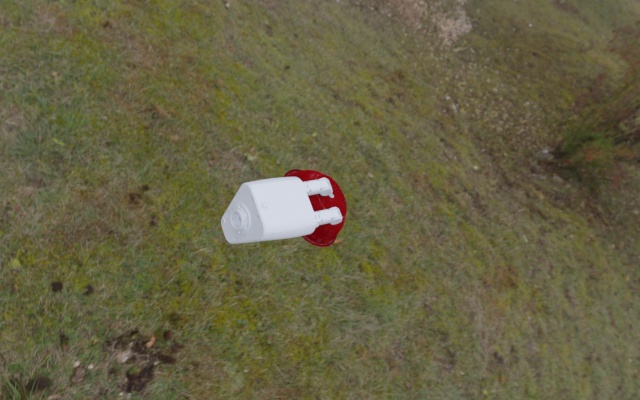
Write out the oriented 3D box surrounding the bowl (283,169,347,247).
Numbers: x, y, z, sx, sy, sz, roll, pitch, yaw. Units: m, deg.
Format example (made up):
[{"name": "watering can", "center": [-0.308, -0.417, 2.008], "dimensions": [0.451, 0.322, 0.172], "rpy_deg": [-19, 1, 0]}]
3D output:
[{"name": "bowl", "center": [0.001, 0.002, 0.893], "dimensions": [0.055, 0.162, 0.162], "rpy_deg": [-29, -16, 31]}]
